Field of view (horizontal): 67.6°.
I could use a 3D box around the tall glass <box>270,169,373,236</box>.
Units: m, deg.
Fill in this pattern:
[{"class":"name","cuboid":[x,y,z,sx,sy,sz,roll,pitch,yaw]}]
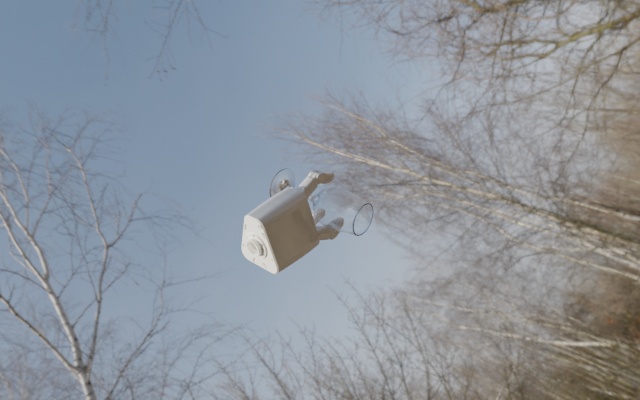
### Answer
[{"class":"tall glass","cuboid":[0.000,0.003,0.900,0.201,0.079,0.079,22,13,34]}]
